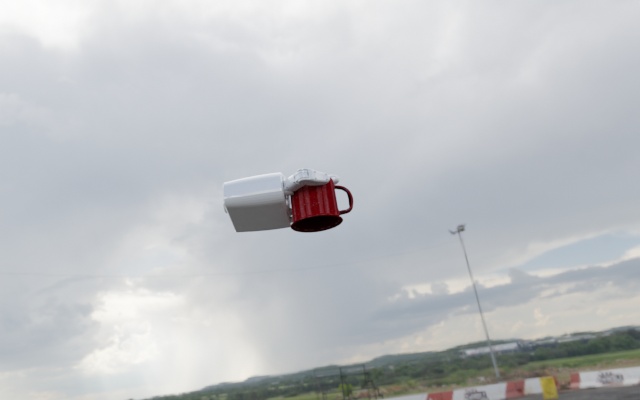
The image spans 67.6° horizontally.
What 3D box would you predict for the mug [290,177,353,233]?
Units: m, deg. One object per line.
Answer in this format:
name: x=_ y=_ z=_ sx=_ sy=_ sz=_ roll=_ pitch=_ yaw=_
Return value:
mug: x=0.002 y=0.002 z=0.851 sx=0.117 sy=0.081 sz=0.093 roll=-8 pitch=-21 yaw=0
